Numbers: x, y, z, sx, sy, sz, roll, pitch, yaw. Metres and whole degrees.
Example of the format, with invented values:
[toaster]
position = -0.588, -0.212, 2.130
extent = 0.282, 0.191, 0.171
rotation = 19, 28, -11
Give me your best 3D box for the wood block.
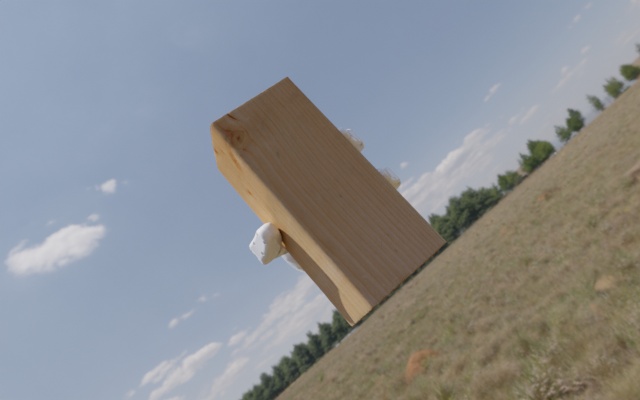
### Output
[wood block]
position = 0.000, 0.002, 0.439
extent = 0.091, 0.206, 0.090
rotation = -38, -14, -20
